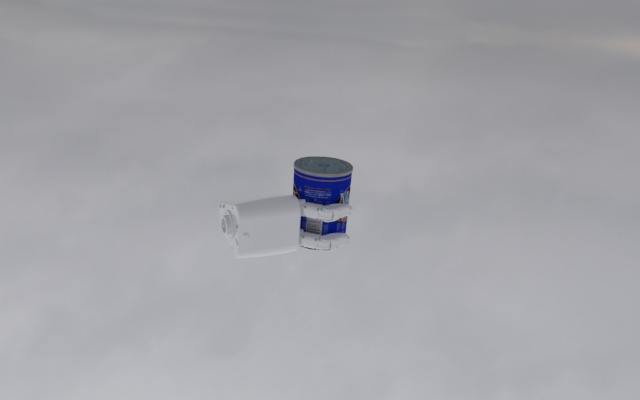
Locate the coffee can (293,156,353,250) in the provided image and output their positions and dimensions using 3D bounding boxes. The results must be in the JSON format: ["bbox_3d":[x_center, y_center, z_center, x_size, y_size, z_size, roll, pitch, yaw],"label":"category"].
[{"bbox_3d":[0.000,0.003,0.845,0.103,0.140,0.102,4,21,-1],"label":"coffee can"}]
